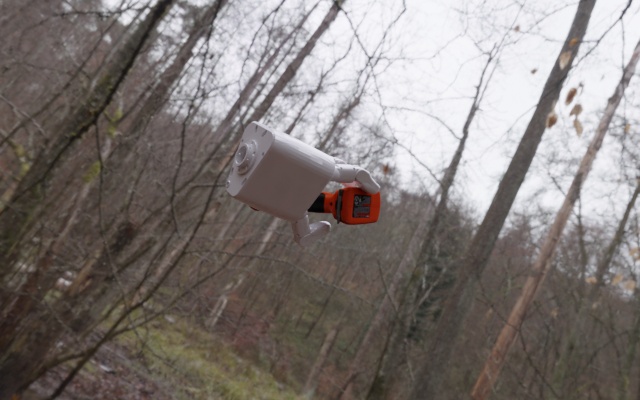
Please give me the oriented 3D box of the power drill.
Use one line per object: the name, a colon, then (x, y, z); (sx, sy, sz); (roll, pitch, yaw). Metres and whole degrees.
power drill: (0.000, 0.003, 0.788); (0.187, 0.057, 0.184); (4, 3, 34)
